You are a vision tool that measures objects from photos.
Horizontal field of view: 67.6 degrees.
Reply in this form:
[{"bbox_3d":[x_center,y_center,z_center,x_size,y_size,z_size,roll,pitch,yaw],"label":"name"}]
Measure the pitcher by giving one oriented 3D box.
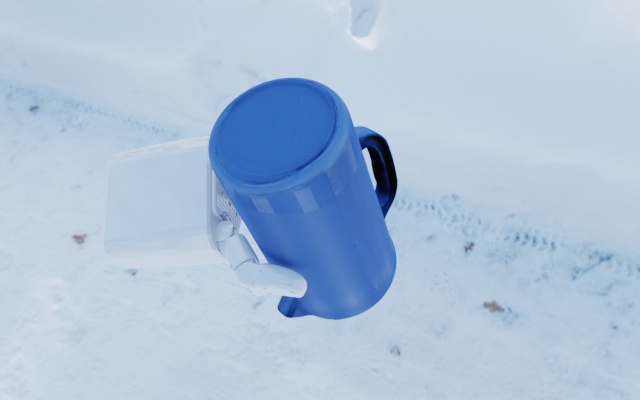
[{"bbox_3d":[0.000,0.002,0.441,0.145,0.149,0.243,-8,-33,9],"label":"pitcher"}]
